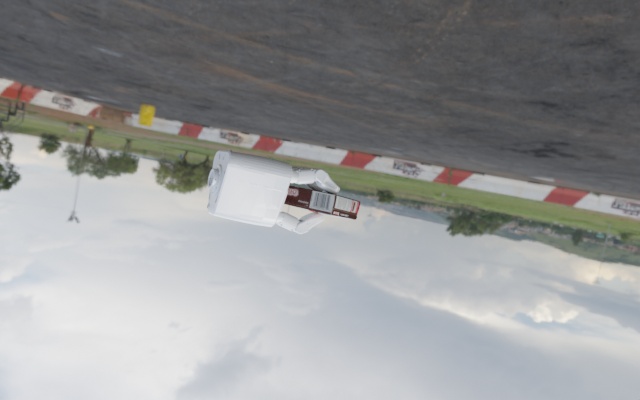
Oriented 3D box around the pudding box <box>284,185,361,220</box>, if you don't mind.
[{"bbox_3d":[0.000,0.003,0.850,0.113,0.039,0.090,14,1,34],"label":"pudding box"}]
